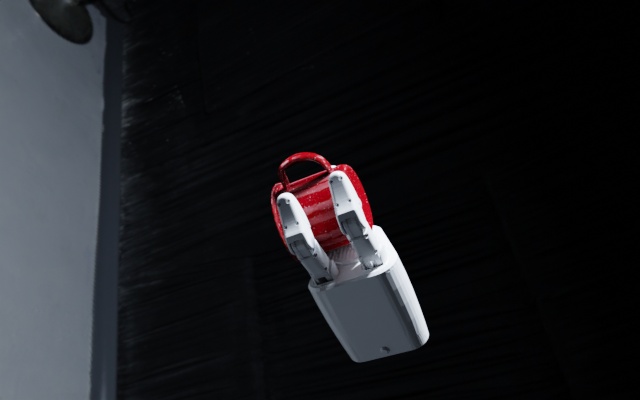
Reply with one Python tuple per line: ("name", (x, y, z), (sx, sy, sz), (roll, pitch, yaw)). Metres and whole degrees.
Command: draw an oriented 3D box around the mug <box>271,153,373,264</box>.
("mug", (0.000, 0.000, 0.506), (0.081, 0.117, 0.093), (-20, 21, 17))
